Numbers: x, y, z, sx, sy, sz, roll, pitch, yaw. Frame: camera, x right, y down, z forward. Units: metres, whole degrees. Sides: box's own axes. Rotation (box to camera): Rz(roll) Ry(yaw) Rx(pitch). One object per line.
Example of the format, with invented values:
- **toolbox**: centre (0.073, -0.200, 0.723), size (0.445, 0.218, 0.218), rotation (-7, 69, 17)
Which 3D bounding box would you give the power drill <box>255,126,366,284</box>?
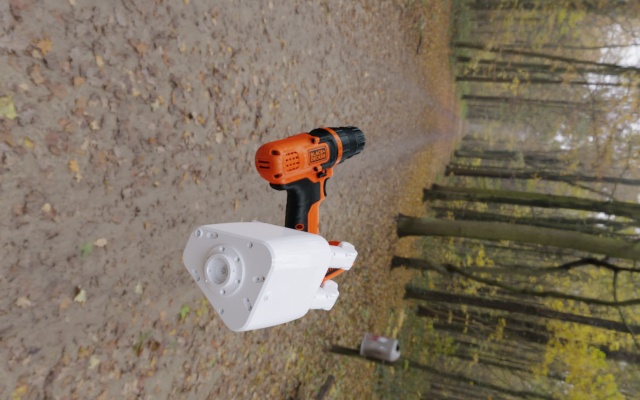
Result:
- **power drill**: centre (0.000, 0.003, 0.611), size (0.057, 0.188, 0.184), rotation (7, 19, 42)
